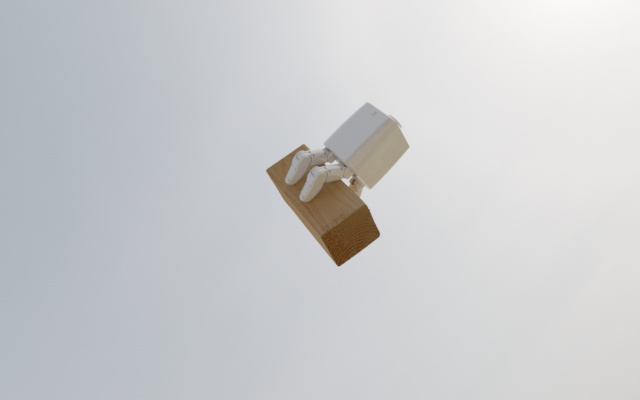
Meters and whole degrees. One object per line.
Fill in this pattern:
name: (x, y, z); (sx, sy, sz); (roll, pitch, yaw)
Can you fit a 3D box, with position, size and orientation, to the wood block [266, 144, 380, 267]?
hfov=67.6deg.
wood block: (0.000, 0.003, 0.820); (0.090, 0.091, 0.206); (-36, 45, -6)
